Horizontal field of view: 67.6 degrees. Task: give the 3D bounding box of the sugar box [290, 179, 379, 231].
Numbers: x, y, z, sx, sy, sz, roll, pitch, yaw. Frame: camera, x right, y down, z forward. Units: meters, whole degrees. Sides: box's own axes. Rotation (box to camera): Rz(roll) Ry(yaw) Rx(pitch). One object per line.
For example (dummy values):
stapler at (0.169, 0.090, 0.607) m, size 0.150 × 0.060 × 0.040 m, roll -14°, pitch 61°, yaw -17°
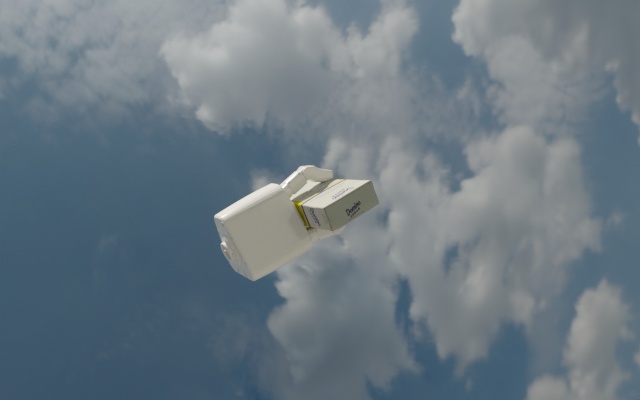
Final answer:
sugar box at (0.000, 0.003, 0.750) m, size 0.093 × 0.048 × 0.176 m, roll -30°, pitch 21°, yaw -26°
